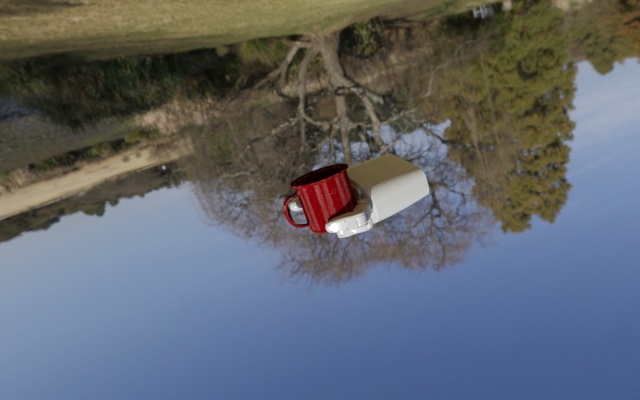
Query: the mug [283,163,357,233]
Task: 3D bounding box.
[{"bbox_3d":[-0.001,0.003,0.723,0.117,0.081,0.093,-24,15,-18],"label":"mug"}]
